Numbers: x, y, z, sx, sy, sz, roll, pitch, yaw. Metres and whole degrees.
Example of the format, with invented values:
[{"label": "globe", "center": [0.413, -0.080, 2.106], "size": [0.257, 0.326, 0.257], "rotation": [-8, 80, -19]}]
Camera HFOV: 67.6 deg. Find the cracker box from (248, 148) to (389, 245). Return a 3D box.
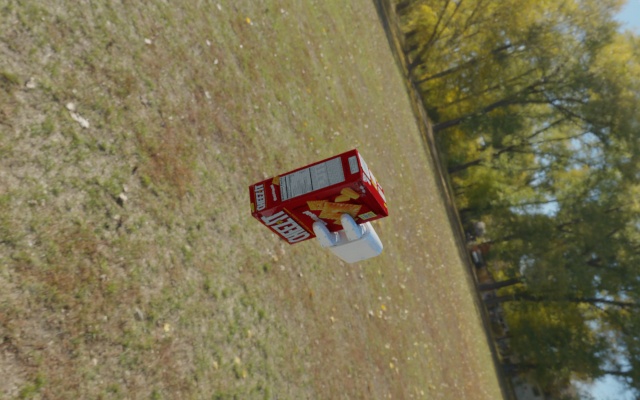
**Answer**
[{"label": "cracker box", "center": [0.000, 0.003, 0.888], "size": [0.214, 0.072, 0.164], "rotation": [-18, -31, 16]}]
